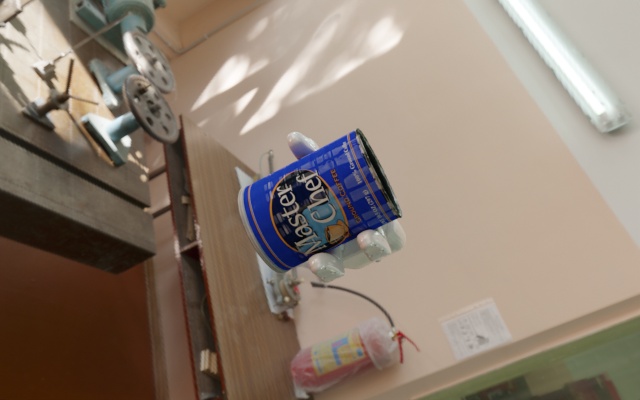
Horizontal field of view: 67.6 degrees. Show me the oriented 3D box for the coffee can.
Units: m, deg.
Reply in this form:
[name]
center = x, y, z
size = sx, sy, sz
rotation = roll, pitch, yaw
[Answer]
[coffee can]
center = 0.000, 0.002, 0.501
size = 0.140, 0.103, 0.103
rotation = -26, -6, 13
